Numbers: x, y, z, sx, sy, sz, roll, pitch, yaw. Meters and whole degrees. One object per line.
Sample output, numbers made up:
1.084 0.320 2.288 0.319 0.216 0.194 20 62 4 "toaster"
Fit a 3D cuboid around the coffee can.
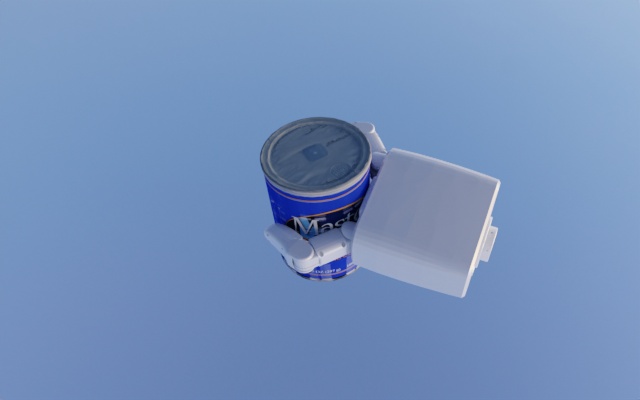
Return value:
0.000 0.001 0.488 0.103 0.102 0.140 0 -42 5 "coffee can"
